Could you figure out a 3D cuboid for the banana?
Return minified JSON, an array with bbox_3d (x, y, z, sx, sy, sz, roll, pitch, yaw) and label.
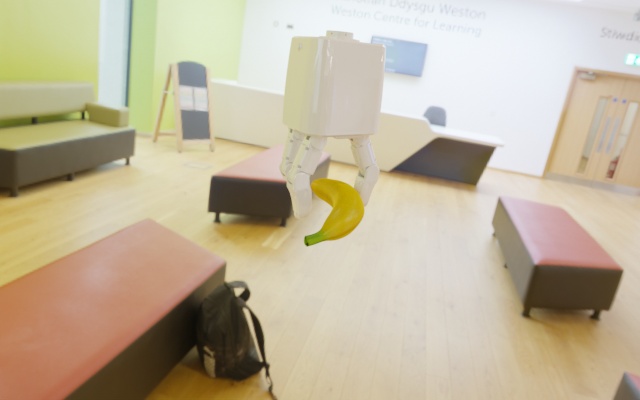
[{"bbox_3d":[0.019,0.004,0.593,0.069,0.037,0.197,2,18,1],"label":"banana"}]
